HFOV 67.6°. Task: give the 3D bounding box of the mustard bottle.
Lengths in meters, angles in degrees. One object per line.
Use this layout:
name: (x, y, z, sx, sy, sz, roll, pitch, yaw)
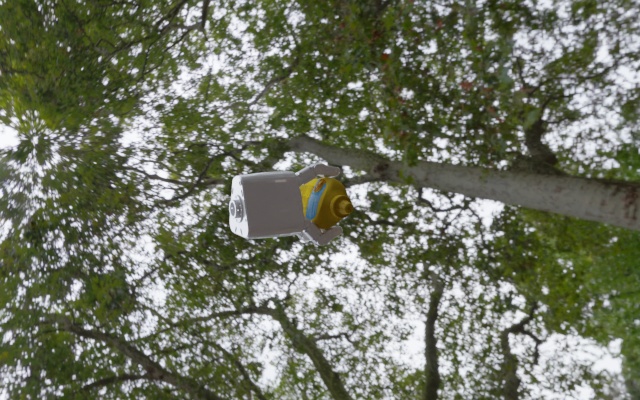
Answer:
mustard bottle: (0.000, 0.003, 0.895, 0.058, 0.096, 0.191, 24, -6, -31)
